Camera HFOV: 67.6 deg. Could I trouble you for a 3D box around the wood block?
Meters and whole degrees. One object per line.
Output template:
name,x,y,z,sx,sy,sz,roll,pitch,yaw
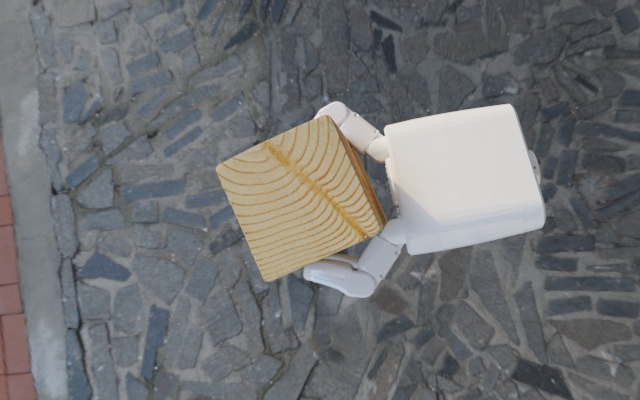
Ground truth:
wood block,0.000,0.001,0.423,0.090,0.091,0.206,-24,-6,8
